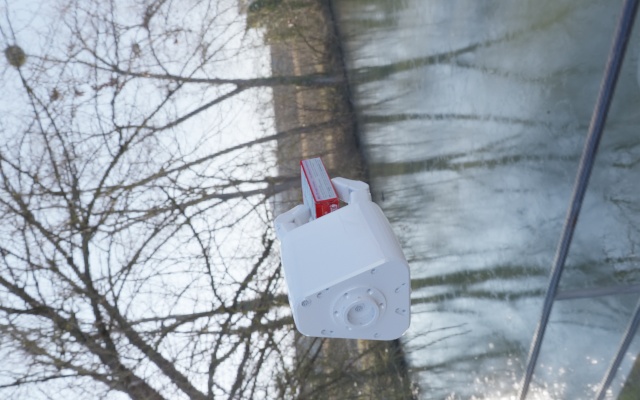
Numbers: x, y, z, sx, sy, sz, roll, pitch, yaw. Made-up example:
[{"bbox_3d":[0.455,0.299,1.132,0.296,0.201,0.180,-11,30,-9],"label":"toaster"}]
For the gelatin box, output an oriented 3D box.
[{"bbox_3d":[0.000,0.002,0.577,0.030,0.073,0.089,-12,41,-9],"label":"gelatin box"}]
